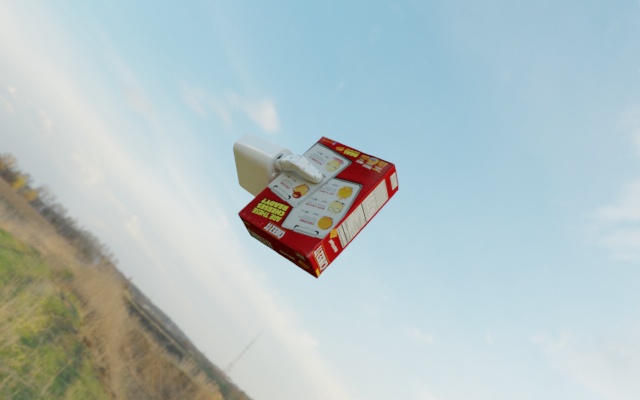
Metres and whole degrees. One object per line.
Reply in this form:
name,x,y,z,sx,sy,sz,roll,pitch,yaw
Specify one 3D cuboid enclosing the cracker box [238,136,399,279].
cracker box,0.000,0.002,0.784,0.164,0.072,0.213,27,62,37
